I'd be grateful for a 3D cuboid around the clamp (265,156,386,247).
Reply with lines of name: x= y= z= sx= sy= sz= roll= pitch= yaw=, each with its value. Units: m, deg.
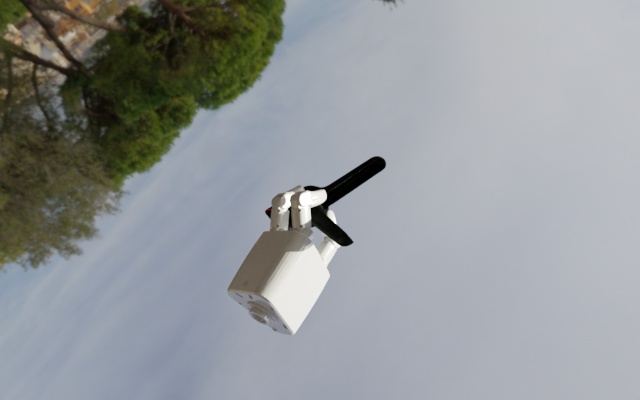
clamp: x=0.000 y=0.003 z=0.732 sx=0.210 sy=0.164 sz=0.036 roll=-5 pitch=-47 yaw=46
